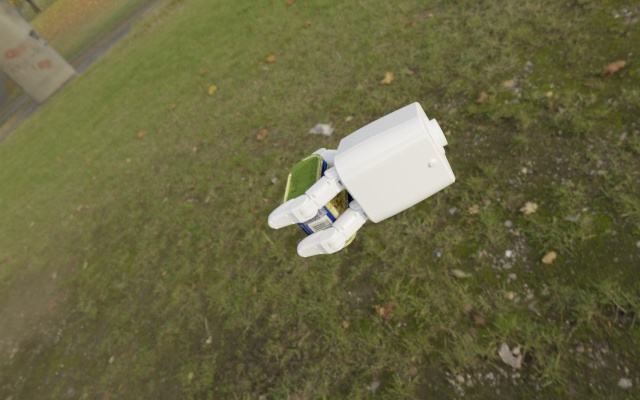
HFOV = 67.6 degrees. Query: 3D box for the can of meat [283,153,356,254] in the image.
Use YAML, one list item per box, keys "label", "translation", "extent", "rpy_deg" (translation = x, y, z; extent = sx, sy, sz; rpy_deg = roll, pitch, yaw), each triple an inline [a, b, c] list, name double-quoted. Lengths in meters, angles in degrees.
- label: "can of meat"
  translation: [0.000, 0.002, 0.607]
  extent: [0.057, 0.084, 0.102]
  rpy_deg: [-25, 34, 23]
